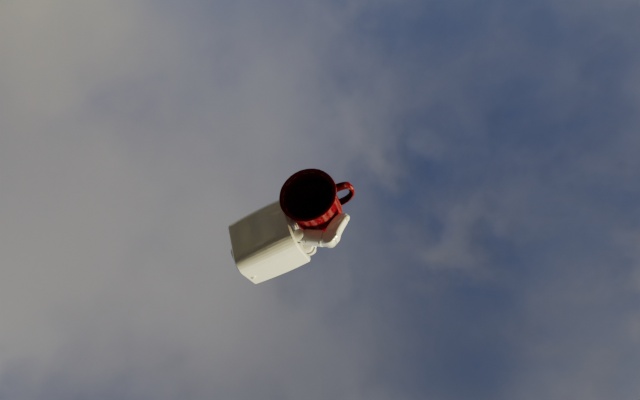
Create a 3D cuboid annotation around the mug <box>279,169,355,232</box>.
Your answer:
[{"bbox_3d":[0.001,0.002,0.778,0.117,0.093,0.081,-24,-29,3],"label":"mug"}]
